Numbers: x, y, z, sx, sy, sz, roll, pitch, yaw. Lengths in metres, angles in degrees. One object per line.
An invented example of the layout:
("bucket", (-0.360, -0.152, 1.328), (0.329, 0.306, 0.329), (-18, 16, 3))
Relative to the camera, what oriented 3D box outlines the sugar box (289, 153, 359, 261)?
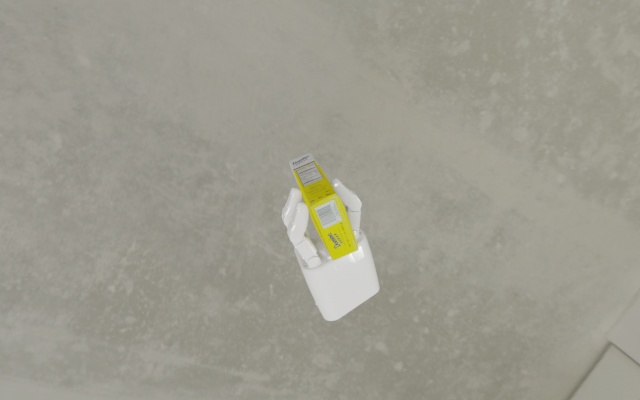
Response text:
("sugar box", (0.000, 0.003, 0.702), (0.048, 0.093, 0.176), (-24, 26, -5))
